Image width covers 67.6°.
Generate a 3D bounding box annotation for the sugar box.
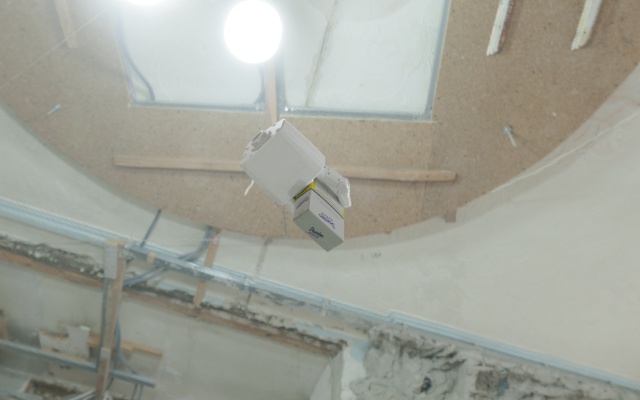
[{"bbox_3d":[0.000,0.003,0.874,0.048,0.093,0.176,-34,26,26],"label":"sugar box"}]
